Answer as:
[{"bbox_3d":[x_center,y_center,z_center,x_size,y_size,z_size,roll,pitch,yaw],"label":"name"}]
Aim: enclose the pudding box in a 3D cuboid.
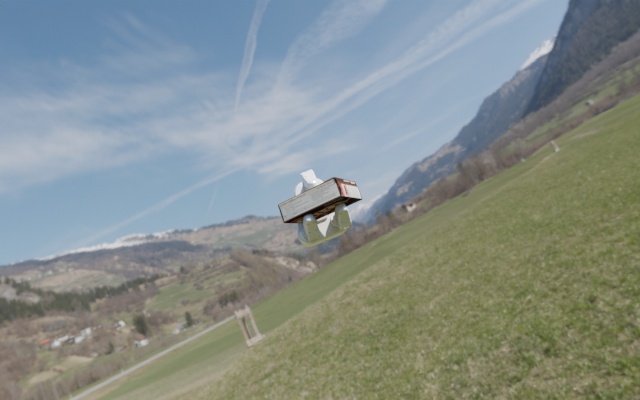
[{"bbox_3d":[0.000,0.002,0.784,0.113,0.039,0.090,-27,-13,22],"label":"pudding box"}]
